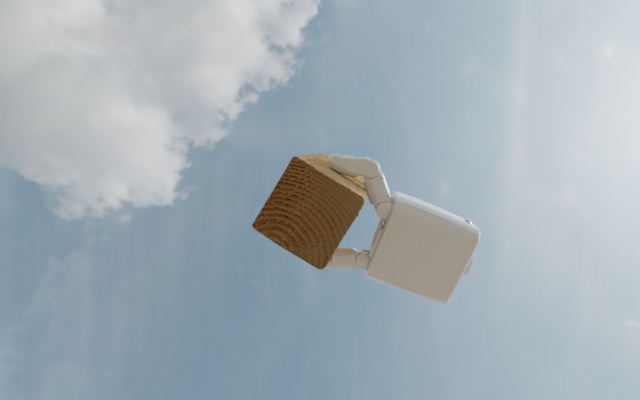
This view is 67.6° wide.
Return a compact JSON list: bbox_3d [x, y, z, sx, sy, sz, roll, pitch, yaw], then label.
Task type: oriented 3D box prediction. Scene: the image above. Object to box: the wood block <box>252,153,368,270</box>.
[{"bbox_3d":[0.000,0.002,0.589,0.090,0.091,0.206,32,9,3],"label":"wood block"}]
